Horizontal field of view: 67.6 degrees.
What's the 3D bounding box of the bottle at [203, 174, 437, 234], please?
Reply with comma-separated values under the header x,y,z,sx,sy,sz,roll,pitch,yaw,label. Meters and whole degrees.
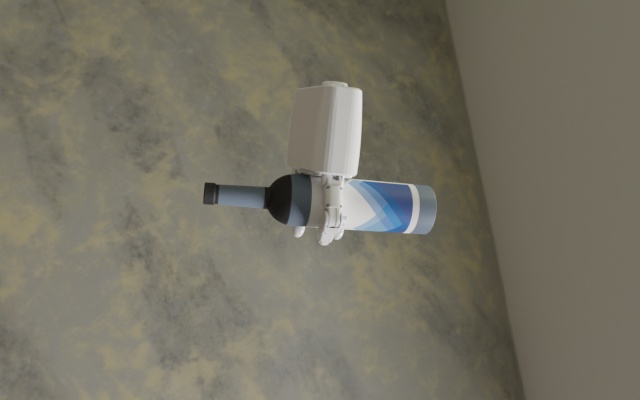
x,y,z,sx,sy,sz,roll,pitch,yaw,label
0.000,0.002,0.618,0.296,0.069,0.069,4,-1,-13,bottle
